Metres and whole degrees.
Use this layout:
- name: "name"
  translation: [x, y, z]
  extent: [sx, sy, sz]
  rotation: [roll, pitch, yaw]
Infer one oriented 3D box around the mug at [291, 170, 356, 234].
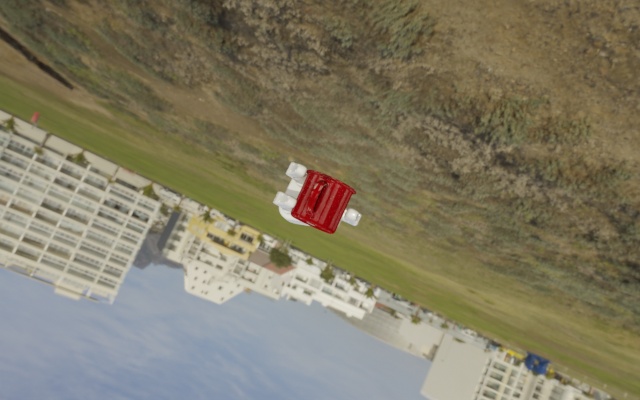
- name: "mug"
  translation: [0.000, 0.003, 0.786]
  extent: [0.093, 0.081, 0.117]
  rotation: [23, -7, 10]
